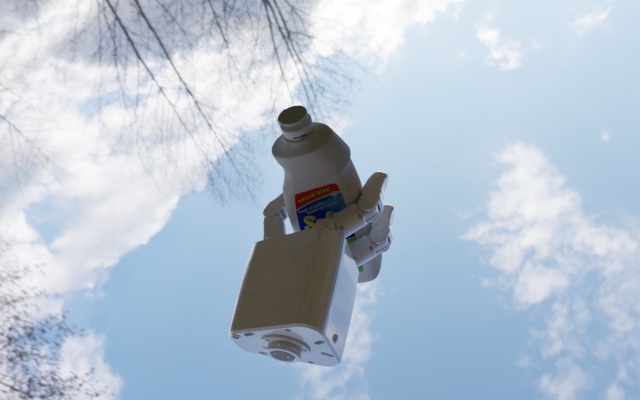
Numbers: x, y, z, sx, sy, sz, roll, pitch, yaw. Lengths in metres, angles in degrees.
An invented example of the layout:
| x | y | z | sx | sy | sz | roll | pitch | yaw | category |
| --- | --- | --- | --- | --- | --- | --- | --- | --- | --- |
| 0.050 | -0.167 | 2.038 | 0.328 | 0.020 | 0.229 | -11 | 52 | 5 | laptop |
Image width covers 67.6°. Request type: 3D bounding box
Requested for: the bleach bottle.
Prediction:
| x | y | z | sx | sy | sz | roll | pitch | yaw | category |
| --- | --- | --- | --- | --- | --- | --- | --- | --- | --- |
| 0.000 | 0.002 | 0.535 | 0.102 | 0.068 | 0.251 | -3 | -41 | 18 | bleach bottle |
